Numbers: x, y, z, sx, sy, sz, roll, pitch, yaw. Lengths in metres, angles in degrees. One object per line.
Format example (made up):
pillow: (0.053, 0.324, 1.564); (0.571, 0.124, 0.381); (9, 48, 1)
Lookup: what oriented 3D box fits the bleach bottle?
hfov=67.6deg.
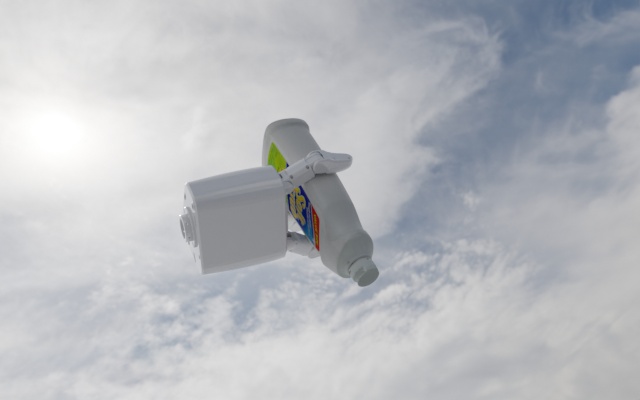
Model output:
bleach bottle: (0.000, 0.002, 0.606); (0.068, 0.103, 0.250); (-11, 44, -26)
